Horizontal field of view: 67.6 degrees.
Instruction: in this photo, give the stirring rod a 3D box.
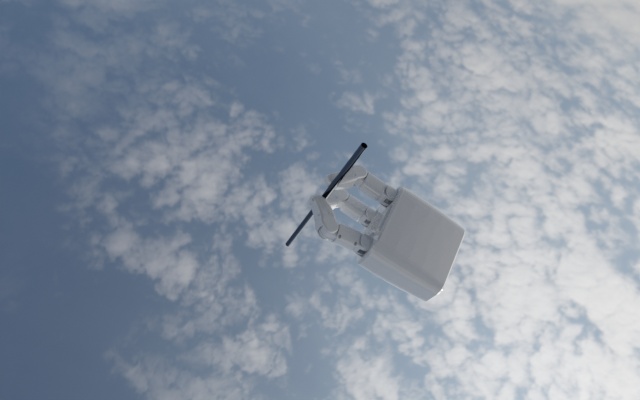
[{"bbox_3d":[0.000,0.002,0.619,0.011,0.011,0.240,0,-32,-28],"label":"stirring rod"}]
